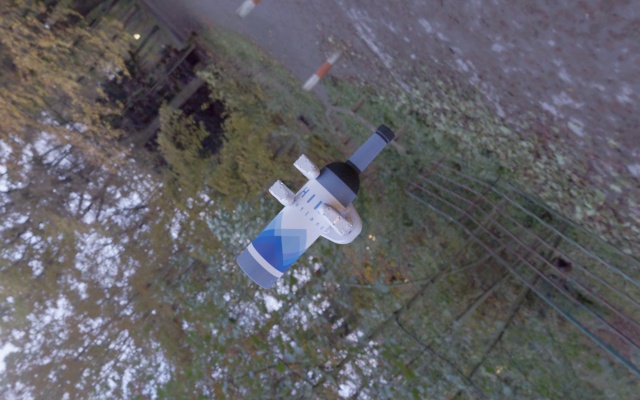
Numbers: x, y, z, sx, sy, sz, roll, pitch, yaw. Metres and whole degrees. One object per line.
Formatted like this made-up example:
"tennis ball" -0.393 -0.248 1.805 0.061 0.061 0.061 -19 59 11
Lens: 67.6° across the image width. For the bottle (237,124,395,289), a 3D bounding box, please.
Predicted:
"bottle" 0.000 0.003 0.711 0.069 0.296 0.069 43 1 -1
